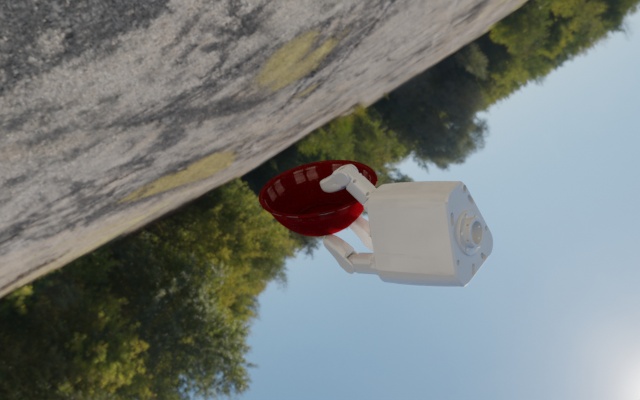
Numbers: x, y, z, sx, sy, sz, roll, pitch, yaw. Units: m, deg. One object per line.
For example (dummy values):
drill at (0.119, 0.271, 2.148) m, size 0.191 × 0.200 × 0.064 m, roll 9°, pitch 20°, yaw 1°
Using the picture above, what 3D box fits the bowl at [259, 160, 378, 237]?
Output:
bowl at (-0.001, 0.002, 0.654) m, size 0.162 × 0.055 × 0.162 m, roll -9°, pitch 28°, yaw 5°
